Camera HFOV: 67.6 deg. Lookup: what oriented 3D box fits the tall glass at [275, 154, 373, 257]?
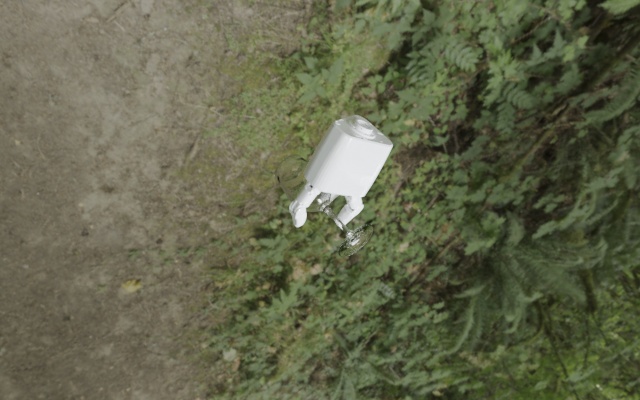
[{"bbox_3d":[0.000,0.003,0.838,0.079,0.079,0.201,0,40,-52],"label":"tall glass"}]
